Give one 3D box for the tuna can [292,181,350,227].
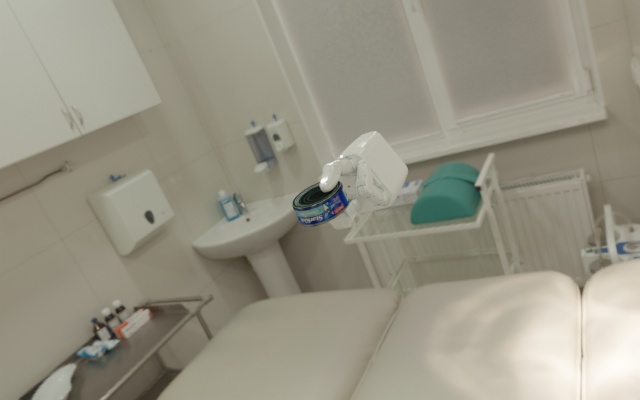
[{"bbox_3d":[0.000,0.002,0.737,0.086,0.034,0.086,-22,22,10],"label":"tuna can"}]
